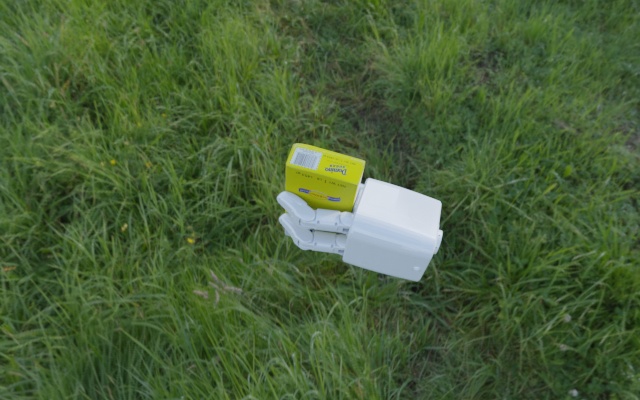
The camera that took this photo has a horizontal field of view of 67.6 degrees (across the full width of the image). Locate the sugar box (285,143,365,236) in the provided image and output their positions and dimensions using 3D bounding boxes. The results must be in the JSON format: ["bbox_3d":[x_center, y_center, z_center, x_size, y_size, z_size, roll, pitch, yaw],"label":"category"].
[{"bbox_3d":[0.000,0.003,0.646,0.093,0.048,0.176,16,-35,7],"label":"sugar box"}]
